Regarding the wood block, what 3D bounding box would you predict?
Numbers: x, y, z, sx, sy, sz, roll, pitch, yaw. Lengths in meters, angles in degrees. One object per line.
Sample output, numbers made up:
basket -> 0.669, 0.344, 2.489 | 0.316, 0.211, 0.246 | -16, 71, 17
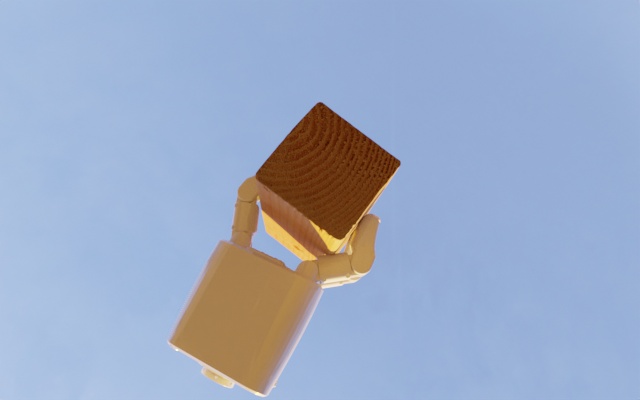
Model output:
wood block -> 0.000, 0.002, 0.487 | 0.091, 0.090, 0.206 | 37, -15, 6
